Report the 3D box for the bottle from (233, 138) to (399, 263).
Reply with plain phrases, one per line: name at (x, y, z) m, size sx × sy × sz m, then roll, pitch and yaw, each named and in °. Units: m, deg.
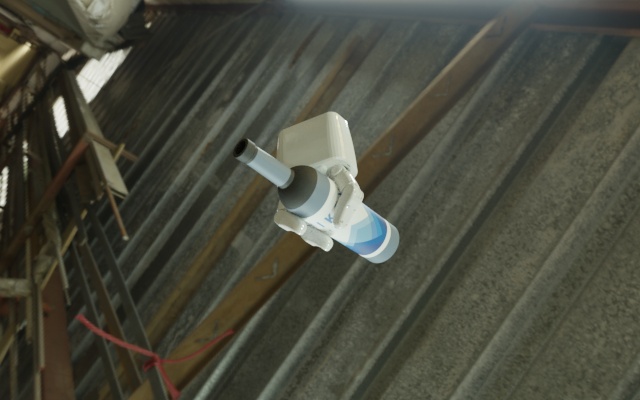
bottle at (0.000, 0.002, 0.661) m, size 0.069 × 0.069 × 0.296 m, roll 0°, pitch -26°, yaw 47°
